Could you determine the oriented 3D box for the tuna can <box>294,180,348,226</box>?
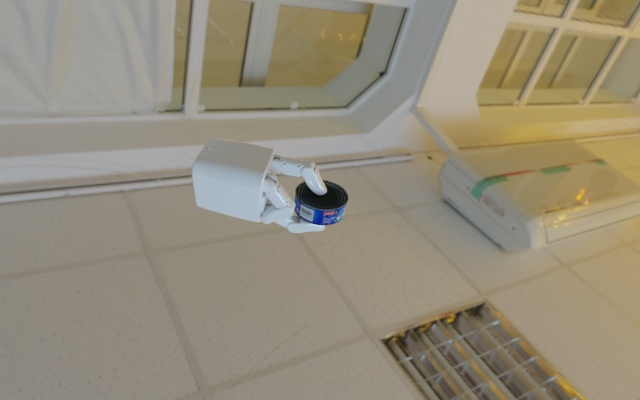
[{"bbox_3d":[0.000,0.003,0.773,0.086,0.034,0.086,6,35,-4],"label":"tuna can"}]
